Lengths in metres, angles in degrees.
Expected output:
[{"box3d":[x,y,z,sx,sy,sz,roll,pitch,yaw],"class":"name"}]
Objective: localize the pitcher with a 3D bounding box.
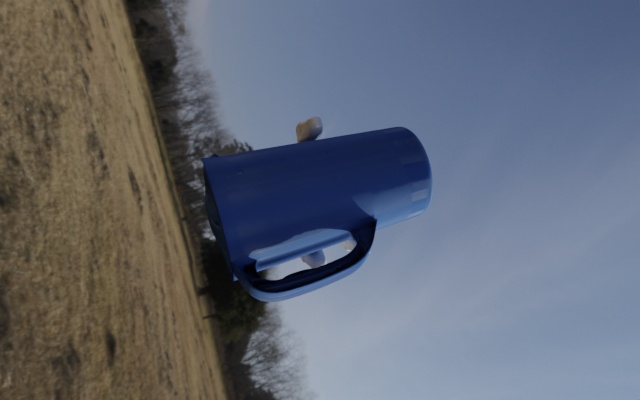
[{"box3d":[0.000,0.002,0.528,0.243,0.149,0.145,-14,11,-15],"class":"pitcher"}]
